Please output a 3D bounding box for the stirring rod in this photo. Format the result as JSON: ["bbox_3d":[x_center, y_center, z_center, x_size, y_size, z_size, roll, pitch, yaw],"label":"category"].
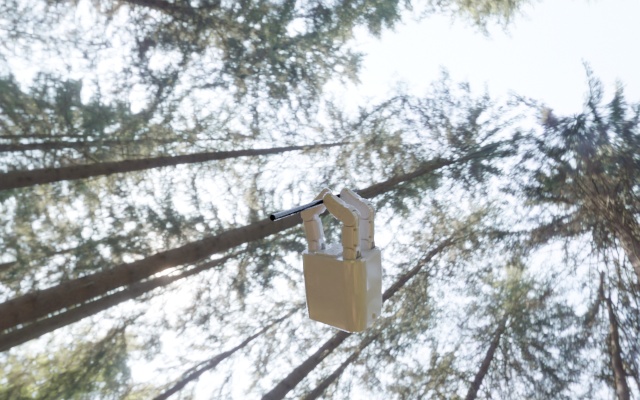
[{"bbox_3d":[0.000,0.002,0.664,0.011,0.011,0.239,0,9,28],"label":"stirring rod"}]
